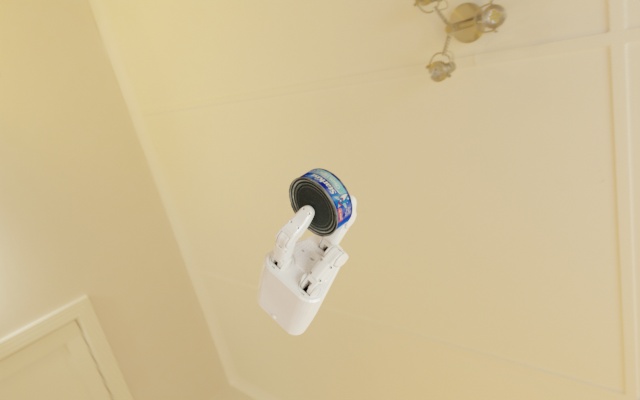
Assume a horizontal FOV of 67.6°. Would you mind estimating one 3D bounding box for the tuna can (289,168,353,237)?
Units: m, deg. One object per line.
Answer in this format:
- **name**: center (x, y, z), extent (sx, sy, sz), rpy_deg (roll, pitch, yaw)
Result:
- **tuna can**: center (0.001, 0.002, 0.621), extent (0.033, 0.086, 0.086), rpy_deg (-34, 21, -35)
